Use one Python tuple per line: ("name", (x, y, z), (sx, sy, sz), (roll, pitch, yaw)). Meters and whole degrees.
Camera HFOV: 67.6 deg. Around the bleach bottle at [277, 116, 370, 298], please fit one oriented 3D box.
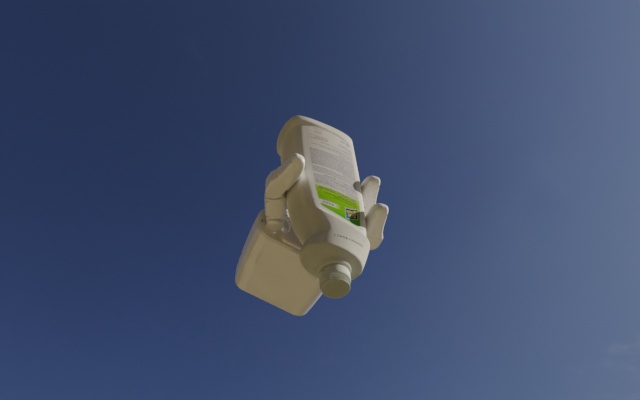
("bleach bottle", (0.000, 0.002, 0.546), (0.102, 0.068, 0.250), (18, 36, -18))
